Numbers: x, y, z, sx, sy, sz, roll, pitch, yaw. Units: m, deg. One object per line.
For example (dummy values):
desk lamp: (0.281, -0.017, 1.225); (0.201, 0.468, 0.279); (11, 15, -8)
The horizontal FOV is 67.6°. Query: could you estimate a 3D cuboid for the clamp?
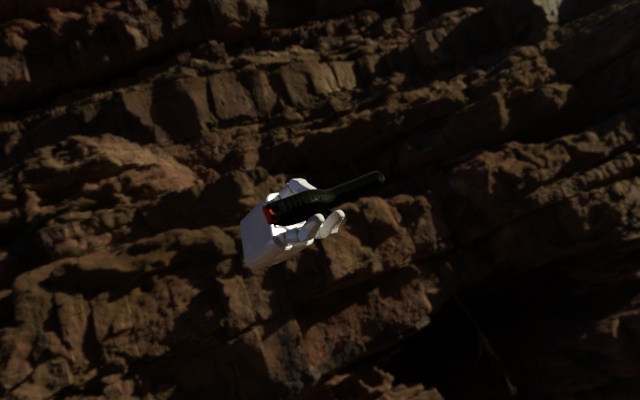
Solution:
clamp: (-0.001, 0.002, 0.794); (0.210, 0.036, 0.165); (-6, -25, -47)
